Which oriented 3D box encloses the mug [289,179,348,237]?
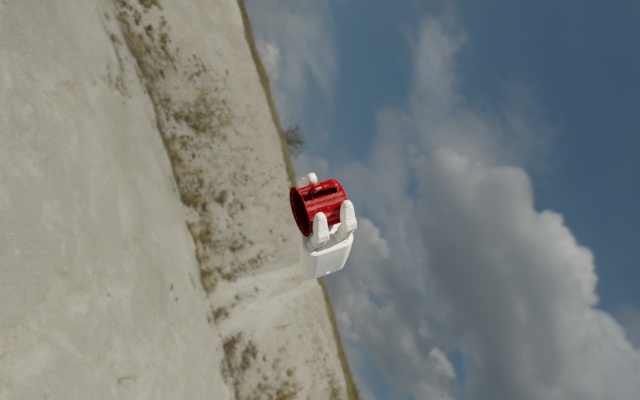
[{"bbox_3d":[0.000,0.002,0.847,0.081,0.093,0.117,-17,-31,-19],"label":"mug"}]
